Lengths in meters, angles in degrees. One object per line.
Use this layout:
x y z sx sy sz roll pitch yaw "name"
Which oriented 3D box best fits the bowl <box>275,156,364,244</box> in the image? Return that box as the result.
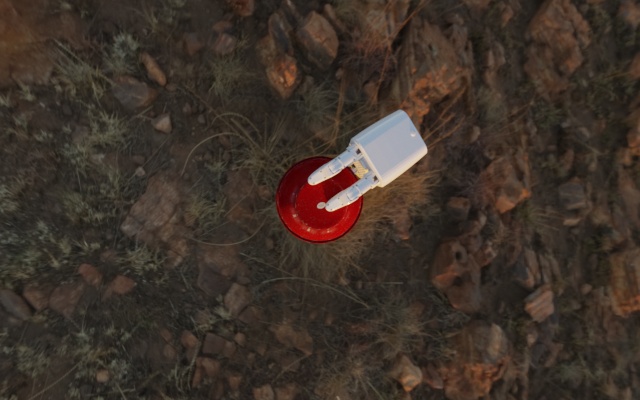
-0.001 0.004 0.849 0.162 0.162 0.055 0 7 -4 "bowl"
